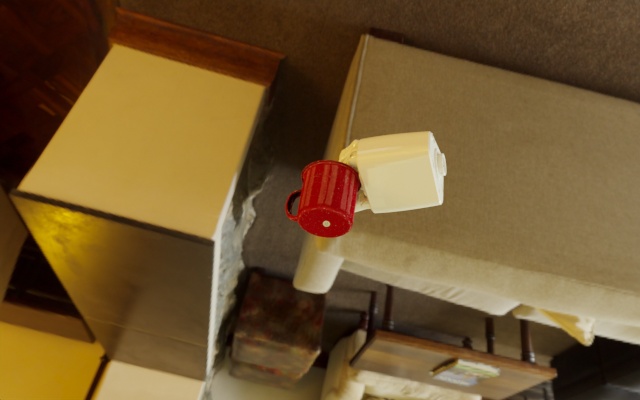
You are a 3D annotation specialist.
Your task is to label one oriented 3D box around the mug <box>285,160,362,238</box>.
[{"bbox_3d":[-0.001,0.003,0.706,0.117,0.081,0.093,-7,-38,22],"label":"mug"}]
